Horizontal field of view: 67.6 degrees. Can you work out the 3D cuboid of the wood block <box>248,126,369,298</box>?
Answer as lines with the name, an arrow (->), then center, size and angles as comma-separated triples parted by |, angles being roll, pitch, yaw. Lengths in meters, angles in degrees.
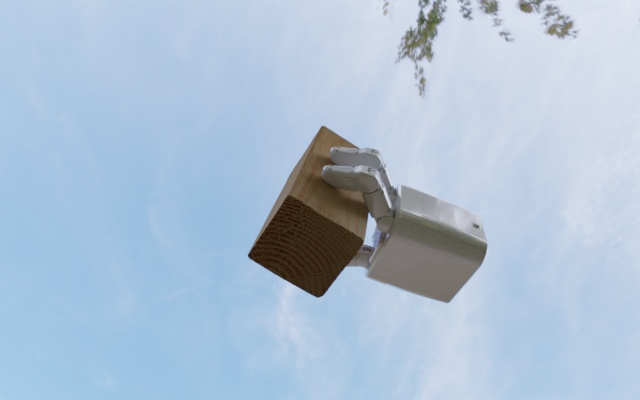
wood block -> 0.000, 0.002, 0.558 | 0.090, 0.091, 0.206 | 31, 28, -6
